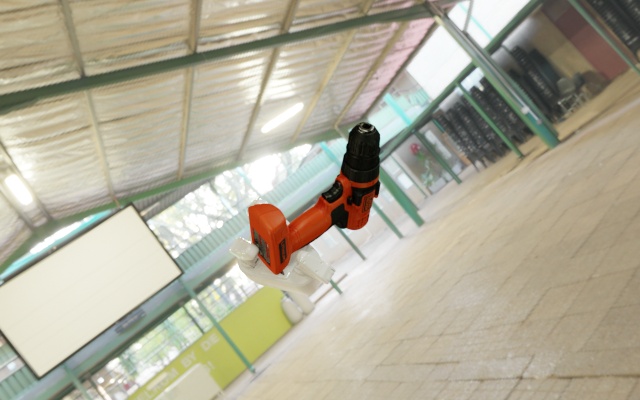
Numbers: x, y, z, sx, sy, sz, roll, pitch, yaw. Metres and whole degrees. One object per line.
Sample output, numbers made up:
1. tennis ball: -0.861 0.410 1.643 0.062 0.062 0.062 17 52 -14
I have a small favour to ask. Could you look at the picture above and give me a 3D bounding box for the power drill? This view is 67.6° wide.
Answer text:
1. power drill: 0.000 0.002 0.614 0.187 0.185 0.057 -29 54 -25
